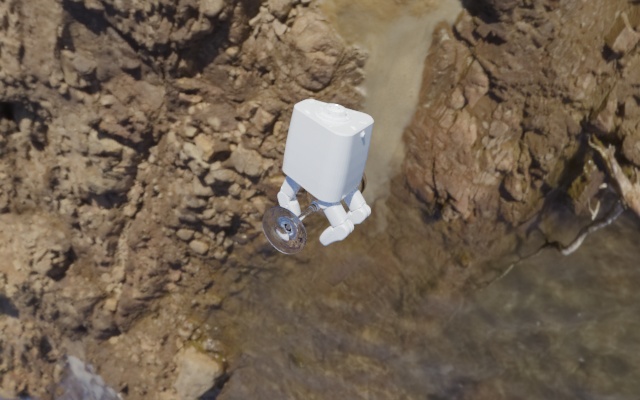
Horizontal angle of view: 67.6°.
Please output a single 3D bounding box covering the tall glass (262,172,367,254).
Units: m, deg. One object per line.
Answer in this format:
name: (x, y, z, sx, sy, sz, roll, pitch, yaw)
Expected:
tall glass: (0.000, 0.003, 0.737, 0.079, 0.079, 0.201, 0, 23, 34)
